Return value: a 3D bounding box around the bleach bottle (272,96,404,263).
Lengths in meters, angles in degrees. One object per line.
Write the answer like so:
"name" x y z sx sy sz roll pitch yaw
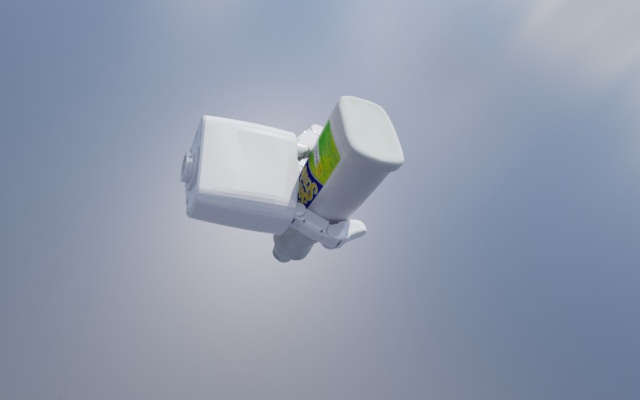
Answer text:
"bleach bottle" 0.000 0.002 0.571 0.068 0.102 0.251 10 -44 -24
